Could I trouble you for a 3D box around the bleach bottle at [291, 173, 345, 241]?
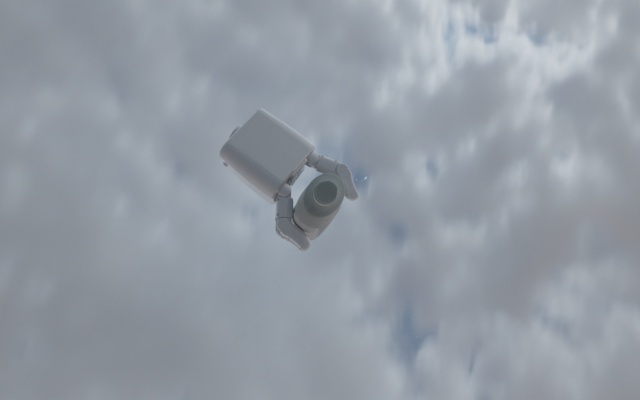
[{"bbox_3d":[0.000,0.002,0.716,0.068,0.102,0.251,35,-11,1],"label":"bleach bottle"}]
